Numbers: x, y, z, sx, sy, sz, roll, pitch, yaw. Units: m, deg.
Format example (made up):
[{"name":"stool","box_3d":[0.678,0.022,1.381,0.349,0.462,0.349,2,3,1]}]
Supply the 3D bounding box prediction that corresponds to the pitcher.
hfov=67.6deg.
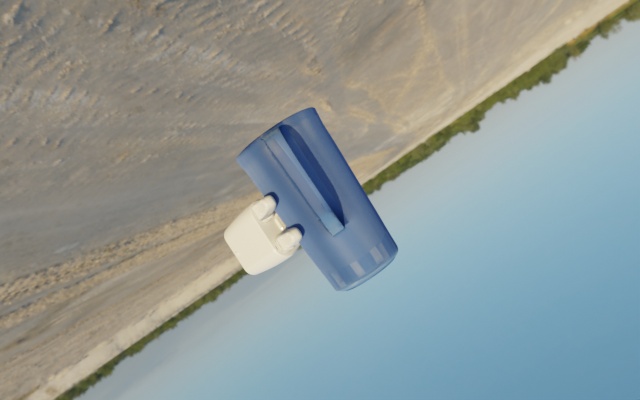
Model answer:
[{"name":"pitcher","box_3d":[0.000,0.002,0.663,0.149,0.243,0.145,-33,-1,-44]}]
